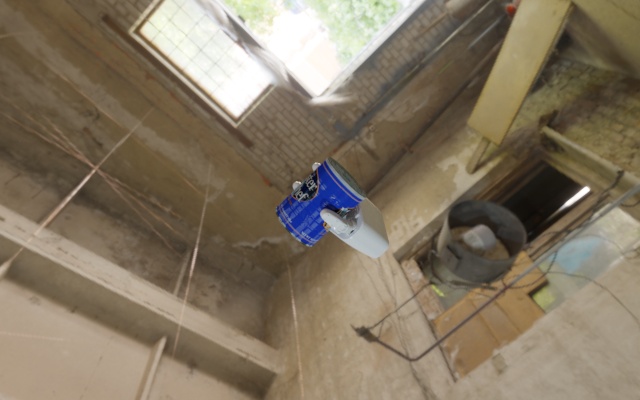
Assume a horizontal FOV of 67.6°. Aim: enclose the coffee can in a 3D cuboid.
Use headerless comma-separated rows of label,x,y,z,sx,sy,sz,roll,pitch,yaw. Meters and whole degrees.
coffee can,0.000,0.003,0.893,0.140,0.103,0.103,-43,-12,13
